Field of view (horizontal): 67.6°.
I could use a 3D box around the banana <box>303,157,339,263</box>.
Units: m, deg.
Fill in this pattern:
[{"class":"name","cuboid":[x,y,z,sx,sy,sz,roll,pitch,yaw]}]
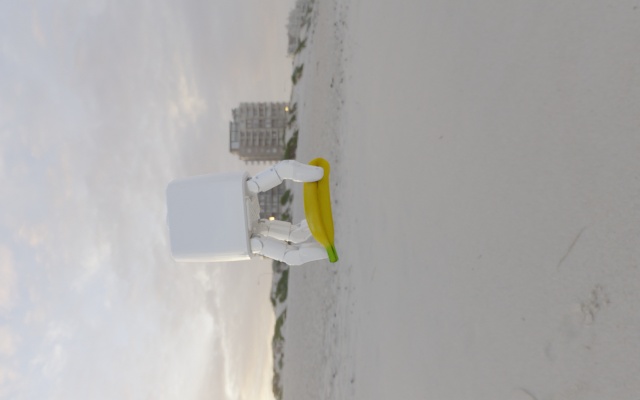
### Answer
[{"class":"banana","cuboid":[-0.003,-0.009,0.658,0.037,0.070,0.197,-8,43,5]}]
